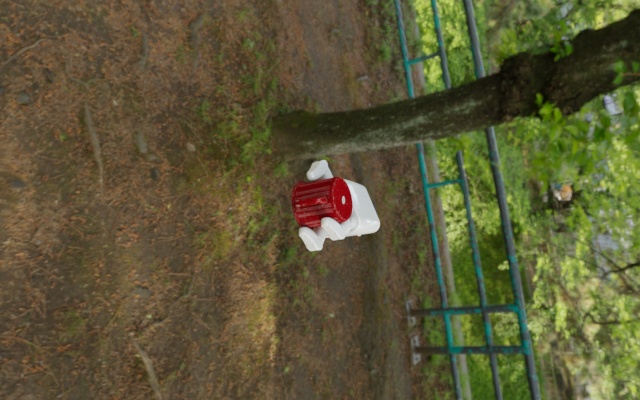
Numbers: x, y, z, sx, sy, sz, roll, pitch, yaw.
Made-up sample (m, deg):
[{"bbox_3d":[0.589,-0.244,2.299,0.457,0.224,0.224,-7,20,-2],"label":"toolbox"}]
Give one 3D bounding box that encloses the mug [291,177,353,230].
[{"bbox_3d":[0.000,0.003,0.851,0.081,0.093,0.117,-11,-8,29],"label":"mug"}]
